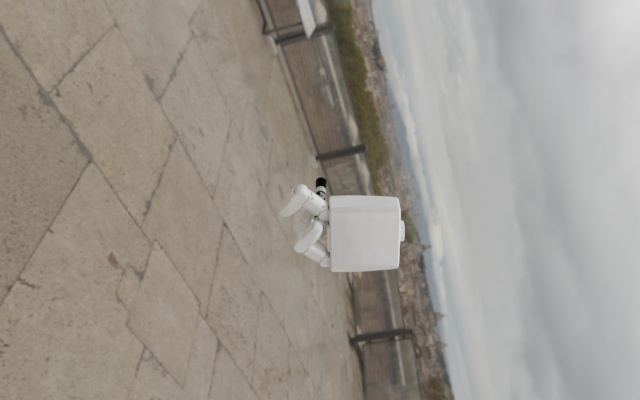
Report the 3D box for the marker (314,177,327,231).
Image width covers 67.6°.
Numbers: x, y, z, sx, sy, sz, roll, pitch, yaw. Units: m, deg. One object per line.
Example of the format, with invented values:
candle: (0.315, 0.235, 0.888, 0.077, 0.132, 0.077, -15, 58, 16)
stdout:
marker: (0.000, 0.002, 0.763, 0.020, 0.020, 0.121, 0, 39, 1)
